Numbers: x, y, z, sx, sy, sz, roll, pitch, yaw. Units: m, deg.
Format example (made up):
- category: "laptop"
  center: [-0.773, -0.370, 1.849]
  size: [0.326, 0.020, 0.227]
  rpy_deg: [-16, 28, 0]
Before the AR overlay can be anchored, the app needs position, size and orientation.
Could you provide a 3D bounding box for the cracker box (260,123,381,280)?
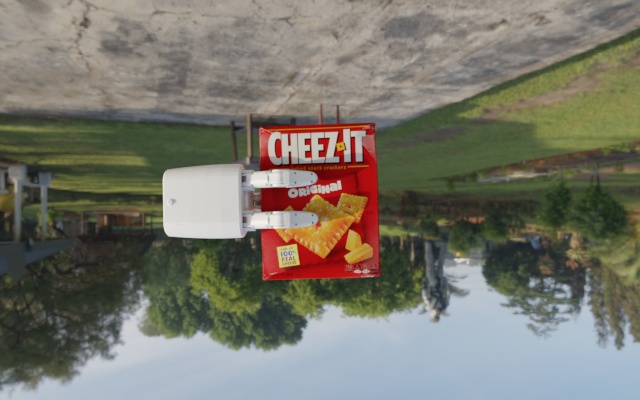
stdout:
- category: "cracker box"
  center: [0.000, 0.002, 0.676]
  size: [0.164, 0.213, 0.072]
  rpy_deg: [-2, -2, 3]
